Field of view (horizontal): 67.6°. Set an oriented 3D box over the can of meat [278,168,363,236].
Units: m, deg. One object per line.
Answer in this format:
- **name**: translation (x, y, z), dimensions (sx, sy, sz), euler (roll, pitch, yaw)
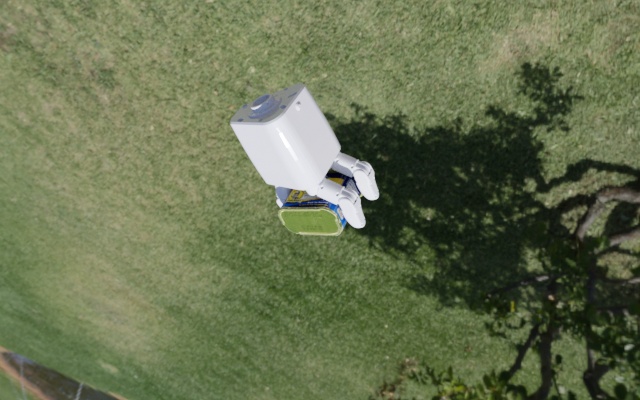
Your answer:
- **can of meat**: translation (0.000, 0.003, 0.683), dimensions (0.102, 0.057, 0.084), euler (-1, 42, 33)
